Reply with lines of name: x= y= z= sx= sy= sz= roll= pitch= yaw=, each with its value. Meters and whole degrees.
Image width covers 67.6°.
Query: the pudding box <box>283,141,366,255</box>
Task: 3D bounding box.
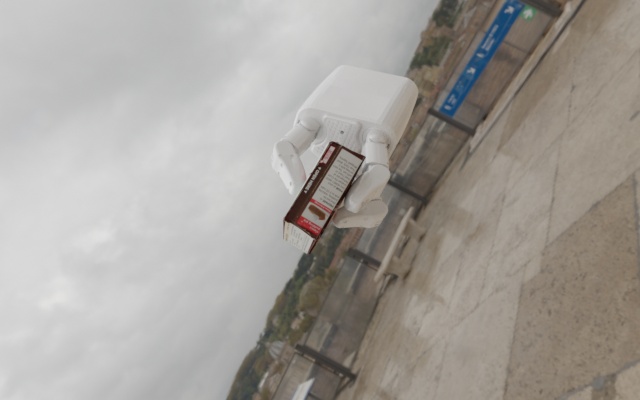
pudding box: x=0.000 y=0.001 z=0.469 sx=0.039 sy=0.090 sz=0.113 roll=29 pitch=-13 yaw=5
